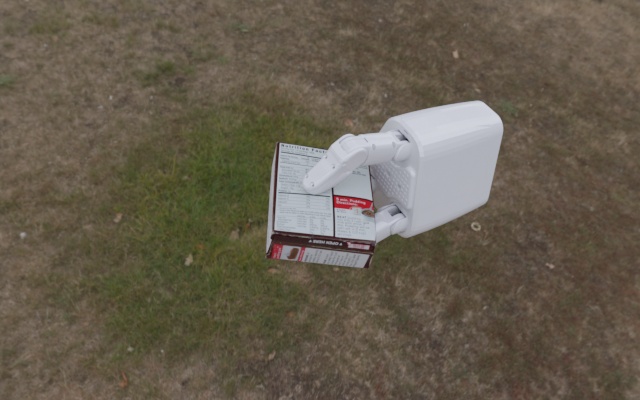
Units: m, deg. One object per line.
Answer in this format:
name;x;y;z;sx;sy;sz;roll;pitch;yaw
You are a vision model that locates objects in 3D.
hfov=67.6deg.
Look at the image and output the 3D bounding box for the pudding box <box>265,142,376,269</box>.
pudding box;0.000;0.001;0.423;0.090;0.113;0.039;6;-44;-8
